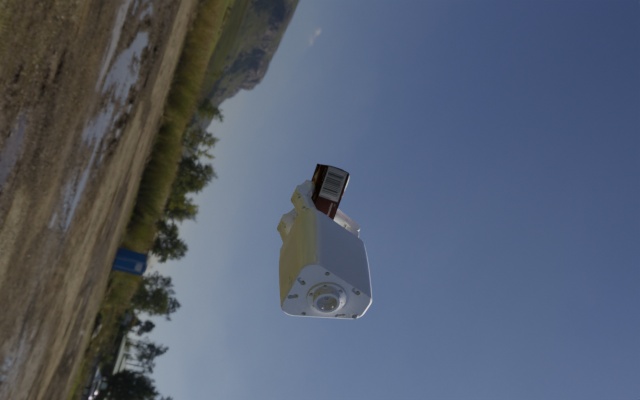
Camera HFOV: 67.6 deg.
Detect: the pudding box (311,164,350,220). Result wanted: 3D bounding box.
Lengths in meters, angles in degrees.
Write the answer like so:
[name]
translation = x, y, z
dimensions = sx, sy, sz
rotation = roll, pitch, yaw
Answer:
[pudding box]
translation = 0.000, 0.002, 0.725
dimensions = 0.039, 0.113, 0.090
rotation = 21, 2, -14
